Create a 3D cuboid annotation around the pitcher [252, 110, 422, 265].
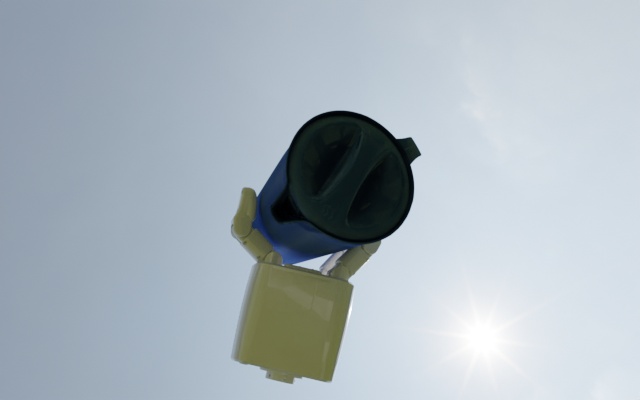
[{"bbox_3d":[0.000,0.002,0.556,0.149,0.145,0.243,19,-21,-15],"label":"pitcher"}]
